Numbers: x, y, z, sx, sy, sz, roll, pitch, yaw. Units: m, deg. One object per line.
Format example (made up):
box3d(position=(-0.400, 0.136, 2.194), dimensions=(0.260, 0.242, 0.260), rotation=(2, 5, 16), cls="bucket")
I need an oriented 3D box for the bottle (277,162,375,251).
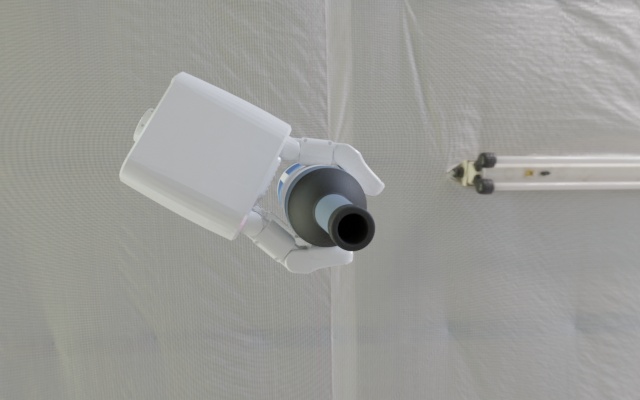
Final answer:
box3d(position=(0.000, 0.001, 0.427), dimensions=(0.069, 0.069, 0.295), rotation=(0, 6, -8), cls="bottle")
